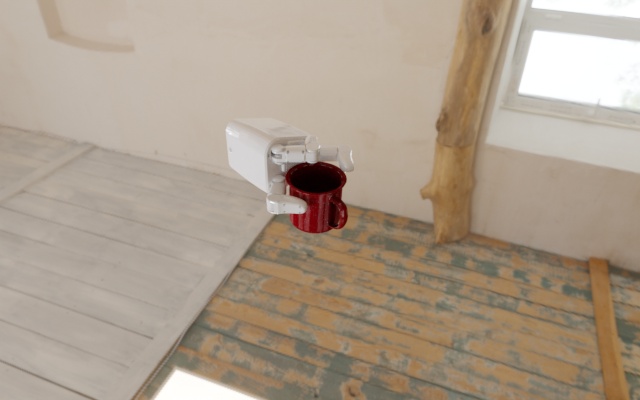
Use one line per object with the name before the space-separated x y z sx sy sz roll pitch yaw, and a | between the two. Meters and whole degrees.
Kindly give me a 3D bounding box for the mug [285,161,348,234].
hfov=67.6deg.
mug | 0.001 0.003 0.738 0.093 0.082 0.117 -27 45 -34
